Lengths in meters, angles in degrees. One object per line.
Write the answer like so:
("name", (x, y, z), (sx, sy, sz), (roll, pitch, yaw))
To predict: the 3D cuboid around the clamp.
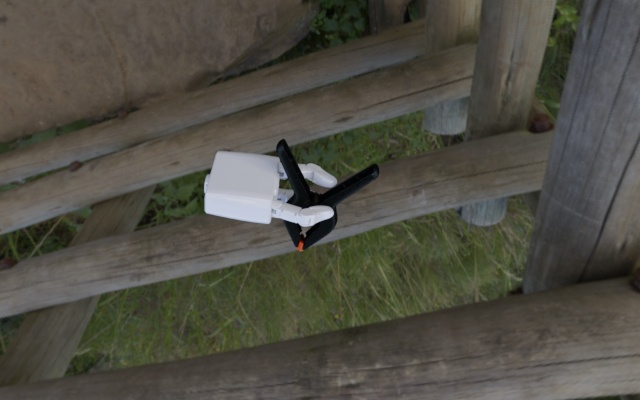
("clamp", (0.000, 0.003, 0.792), (0.164, 0.210, 0.036), (10, 37, -1))
